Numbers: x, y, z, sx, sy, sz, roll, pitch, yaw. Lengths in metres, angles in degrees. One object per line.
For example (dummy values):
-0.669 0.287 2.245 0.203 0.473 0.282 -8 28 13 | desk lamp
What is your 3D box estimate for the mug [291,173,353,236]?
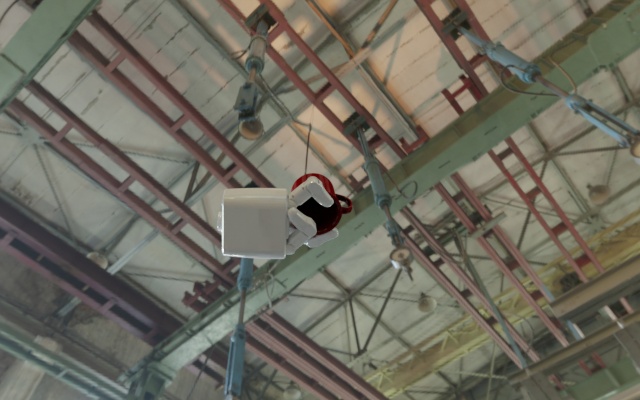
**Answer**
0.002 0.003 0.865 0.117 0.093 0.081 1 30 -7 | mug
